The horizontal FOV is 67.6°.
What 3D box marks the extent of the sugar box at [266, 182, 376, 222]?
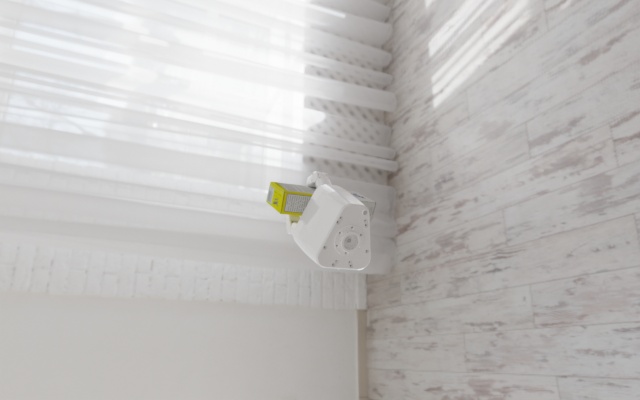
[{"bbox_3d":[0.000,0.003,0.858,0.176,0.048,0.093,9,10,-23],"label":"sugar box"}]
